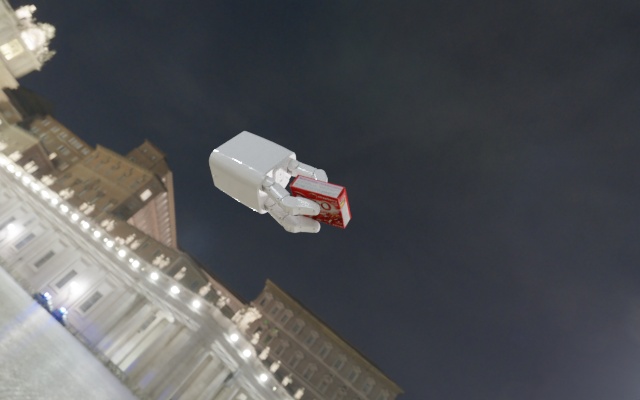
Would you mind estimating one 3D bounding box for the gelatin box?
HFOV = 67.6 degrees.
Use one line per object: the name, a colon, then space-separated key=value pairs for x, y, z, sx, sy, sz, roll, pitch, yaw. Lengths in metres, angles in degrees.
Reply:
gelatin box: x=0.001 y=0.002 z=0.765 sx=0.089 sy=0.030 sz=0.073 roll=16 pitch=-37 yaw=25
